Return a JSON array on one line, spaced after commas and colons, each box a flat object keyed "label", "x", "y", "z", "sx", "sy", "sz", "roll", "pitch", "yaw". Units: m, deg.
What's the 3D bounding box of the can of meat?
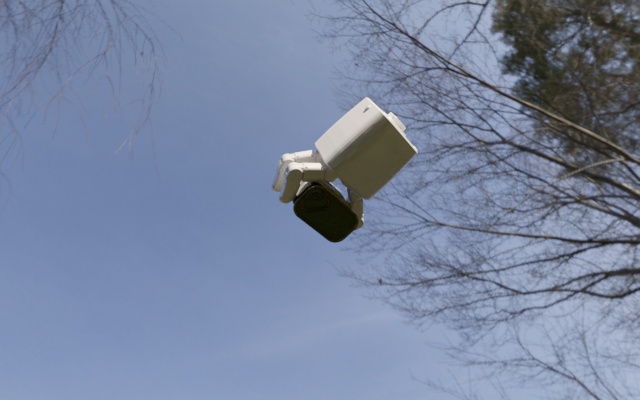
[{"label": "can of meat", "x": 0.000, "y": 0.002, "z": 0.717, "sx": 0.102, "sy": 0.057, "sz": 0.084, "roll": 39, "pitch": 13, "yaw": -29}]
